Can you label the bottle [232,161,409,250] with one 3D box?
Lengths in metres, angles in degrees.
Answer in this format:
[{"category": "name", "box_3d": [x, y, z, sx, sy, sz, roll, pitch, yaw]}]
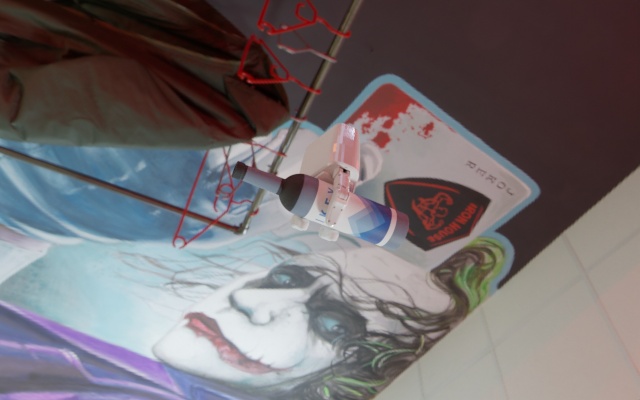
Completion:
[{"category": "bottle", "box_3d": [0.000, 0.003, 0.773, 0.296, 0.069, 0.069, 21, -6, -15]}]
